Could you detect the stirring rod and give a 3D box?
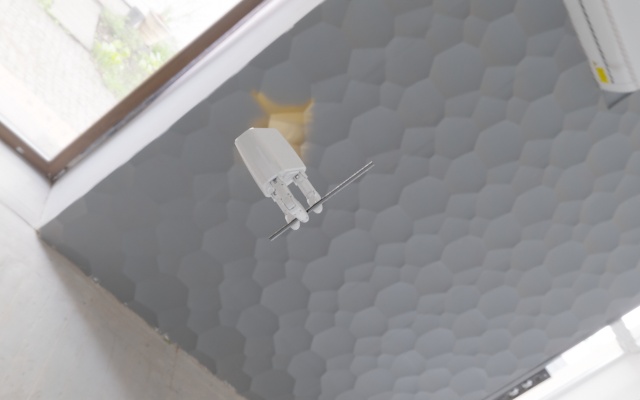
[{"bbox_3d":[0.000,0.003,0.886,0.239,0.011,0.011,-36,-7,9],"label":"stirring rod"}]
